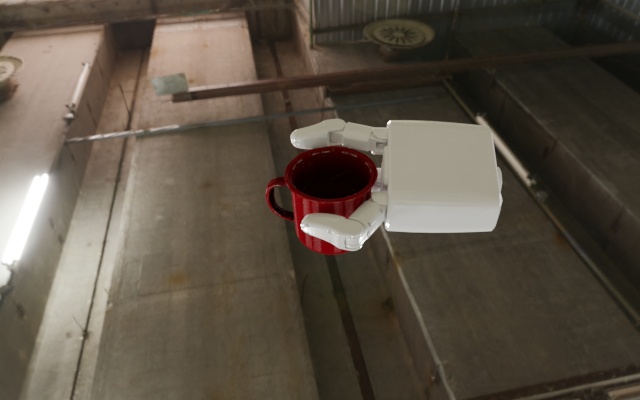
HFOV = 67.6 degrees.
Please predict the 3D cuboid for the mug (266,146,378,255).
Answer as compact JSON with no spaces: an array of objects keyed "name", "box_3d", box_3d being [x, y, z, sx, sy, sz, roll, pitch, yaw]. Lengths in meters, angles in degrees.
[{"name":"mug","box_3d":[-0.001,0.002,0.503,0.117,0.082,0.093,2,41,6]}]
